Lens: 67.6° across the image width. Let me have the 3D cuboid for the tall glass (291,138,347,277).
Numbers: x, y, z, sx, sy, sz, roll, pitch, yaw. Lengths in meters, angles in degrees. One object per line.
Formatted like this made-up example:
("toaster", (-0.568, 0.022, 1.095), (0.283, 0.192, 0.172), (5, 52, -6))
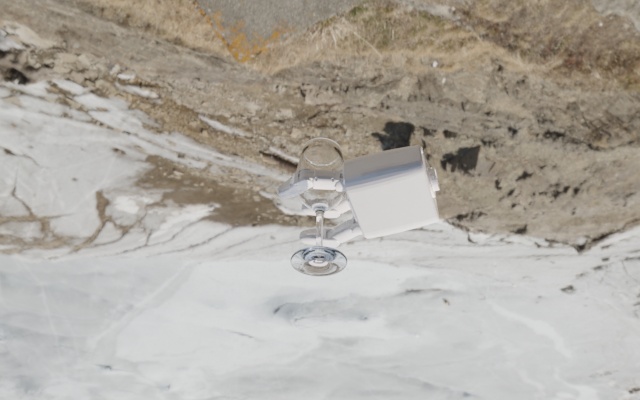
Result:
("tall glass", (0.000, 0.003, 0.681), (0.079, 0.200, 0.079), (1, -38, 0))
